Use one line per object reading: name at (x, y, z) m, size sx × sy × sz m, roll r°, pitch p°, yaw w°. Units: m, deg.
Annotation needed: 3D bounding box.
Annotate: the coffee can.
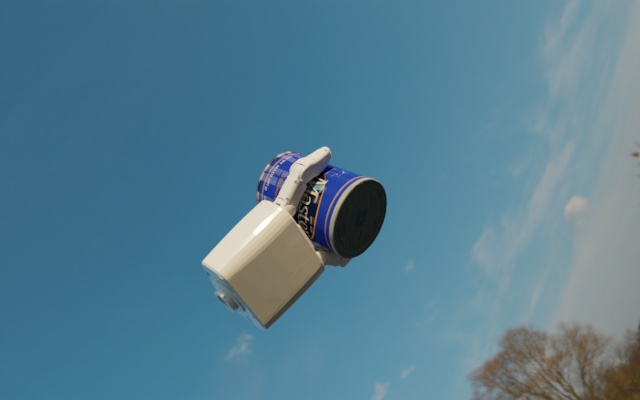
coffee can at (0.000, 0.002, 0.623) m, size 0.140 × 0.103 × 0.103 m, roll 23°, pitch 15°, yaw 39°
